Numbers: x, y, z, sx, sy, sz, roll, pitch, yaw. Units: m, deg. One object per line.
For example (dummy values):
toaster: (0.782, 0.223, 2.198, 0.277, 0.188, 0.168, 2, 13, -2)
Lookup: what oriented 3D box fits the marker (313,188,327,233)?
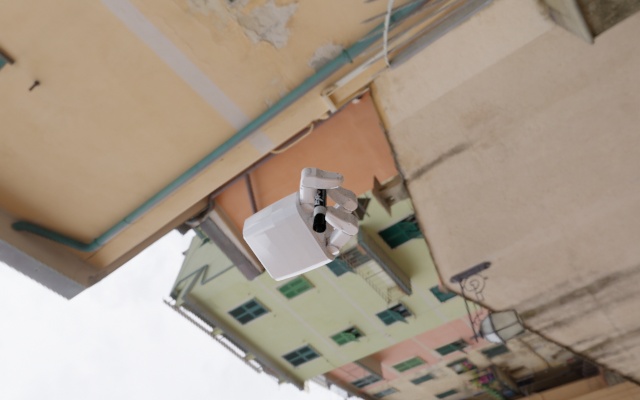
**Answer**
marker: (0.000, 0.002, 0.681, 0.020, 0.020, 0.121, 0, 40, 2)
